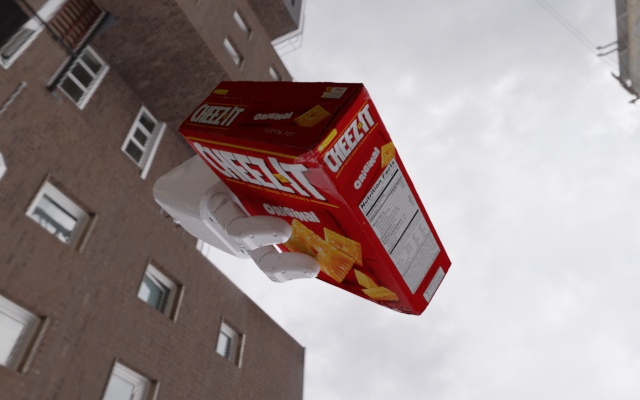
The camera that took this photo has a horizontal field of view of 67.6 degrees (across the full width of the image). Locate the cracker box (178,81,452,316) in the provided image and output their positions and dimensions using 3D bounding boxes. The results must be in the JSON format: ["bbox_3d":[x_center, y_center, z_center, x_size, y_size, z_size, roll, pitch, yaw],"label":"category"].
[{"bbox_3d":[0.000,0.001,0.416,0.164,0.072,0.214,14,-31,43],"label":"cracker box"}]
